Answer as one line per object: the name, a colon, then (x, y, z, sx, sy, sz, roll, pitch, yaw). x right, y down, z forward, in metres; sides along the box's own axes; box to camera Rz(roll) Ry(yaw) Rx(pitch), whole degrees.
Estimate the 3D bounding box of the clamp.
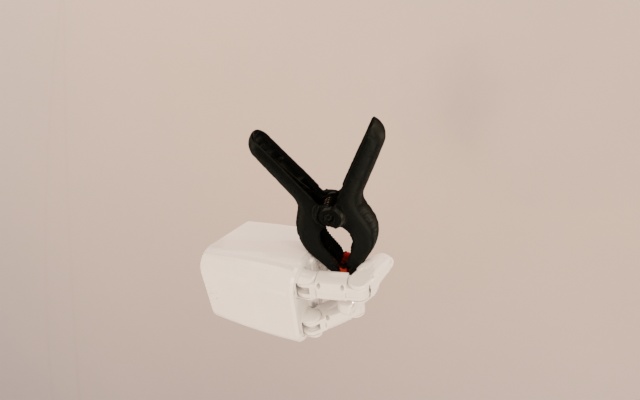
clamp: (0.000, 0.001, 0.441, 0.120, 0.172, 0.039, 8, 34, 19)
